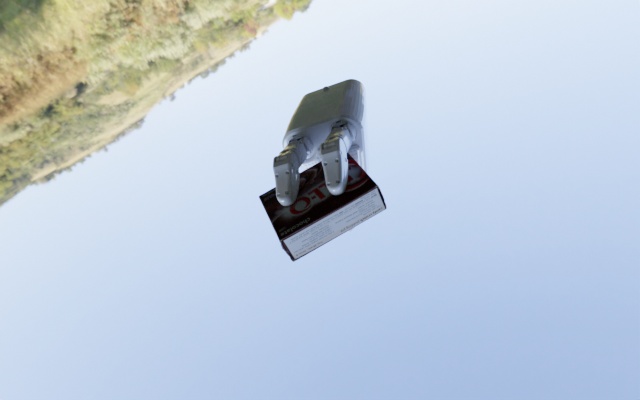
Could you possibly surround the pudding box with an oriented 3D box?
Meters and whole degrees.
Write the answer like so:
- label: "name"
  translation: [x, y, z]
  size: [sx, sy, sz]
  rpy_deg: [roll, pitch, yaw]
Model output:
- label: "pudding box"
  translation: [0.000, 0.002, 0.503]
  size: [0.113, 0.039, 0.090]
  rpy_deg: [-31, 35, -2]
